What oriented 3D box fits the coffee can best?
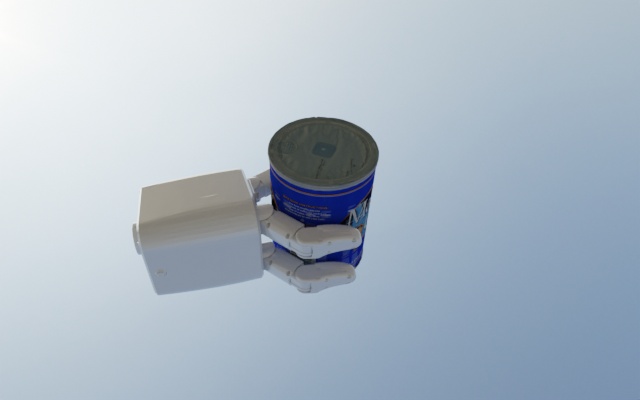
[{"bbox_3d":[0.000,0.001,0.487,0.103,0.140,0.102,2,44,-2],"label":"coffee can"}]
